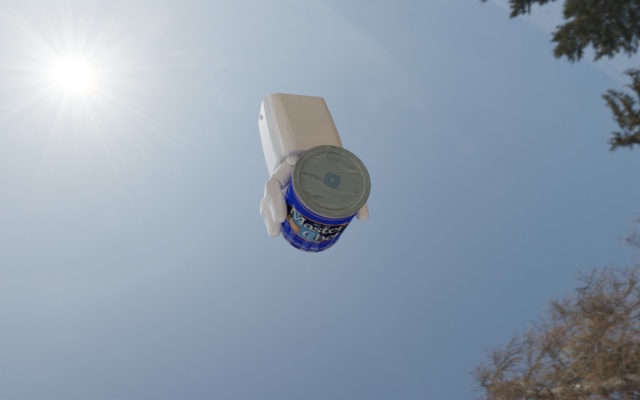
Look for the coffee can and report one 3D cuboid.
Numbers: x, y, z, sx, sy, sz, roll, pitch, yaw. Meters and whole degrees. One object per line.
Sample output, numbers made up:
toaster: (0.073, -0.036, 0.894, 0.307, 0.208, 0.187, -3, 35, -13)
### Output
coffee can: (0.000, 0.002, 0.666, 0.103, 0.102, 0.140, 0, -25, -14)
